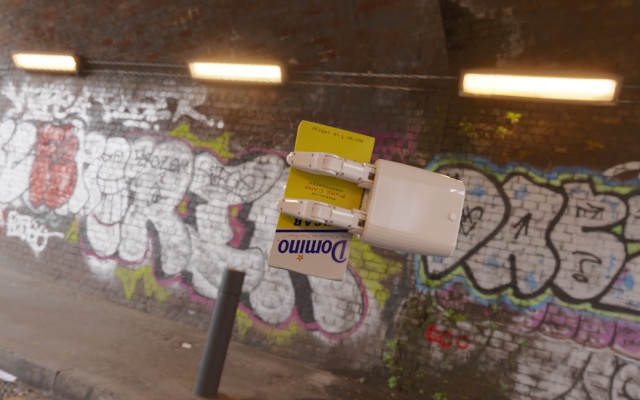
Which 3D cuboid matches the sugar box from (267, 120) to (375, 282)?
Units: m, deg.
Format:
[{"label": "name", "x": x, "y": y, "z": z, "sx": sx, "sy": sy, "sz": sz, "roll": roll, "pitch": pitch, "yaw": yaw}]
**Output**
[{"label": "sugar box", "x": 0.000, "y": 0.002, "z": 0.573, "sx": 0.093, "sy": 0.176, "sz": 0.048, "roll": 12, "pitch": -7, "yaw": -4}]
